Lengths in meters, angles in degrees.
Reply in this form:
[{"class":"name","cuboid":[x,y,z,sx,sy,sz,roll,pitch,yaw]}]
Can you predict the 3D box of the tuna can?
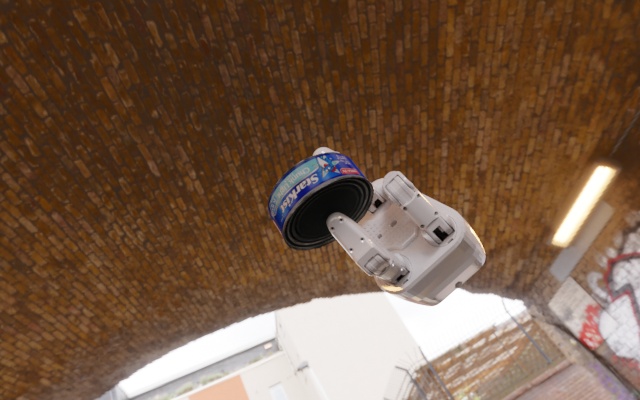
[{"class":"tuna can","cuboid":[0.000,0.001,0.400,0.086,0.086,0.033,0,44,-43]}]
